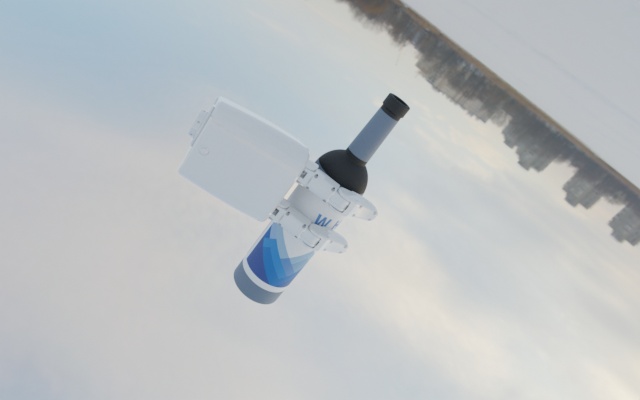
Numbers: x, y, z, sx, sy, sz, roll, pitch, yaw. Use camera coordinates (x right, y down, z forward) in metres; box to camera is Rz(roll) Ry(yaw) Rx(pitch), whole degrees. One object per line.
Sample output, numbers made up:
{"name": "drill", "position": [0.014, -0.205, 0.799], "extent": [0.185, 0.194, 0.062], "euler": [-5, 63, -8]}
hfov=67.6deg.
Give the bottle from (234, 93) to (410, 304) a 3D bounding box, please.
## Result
{"name": "bottle", "position": [0.000, 0.002, 0.558], "extent": [0.069, 0.296, 0.069], "euler": [31, 24, -16]}
